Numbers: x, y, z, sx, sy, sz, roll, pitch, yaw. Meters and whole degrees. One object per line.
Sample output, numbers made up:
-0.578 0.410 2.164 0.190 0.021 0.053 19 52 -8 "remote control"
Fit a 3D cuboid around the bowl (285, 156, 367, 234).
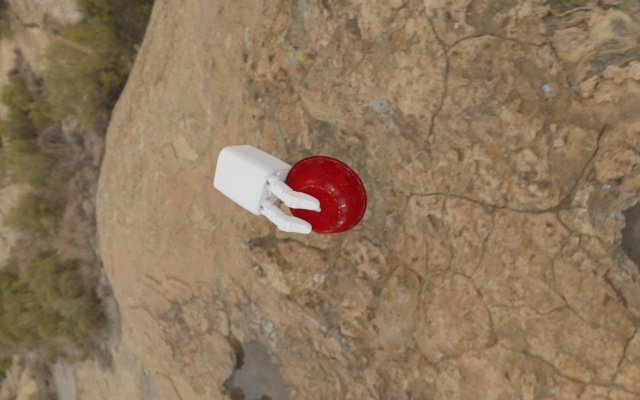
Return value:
0.001 0.003 0.864 0.162 0.162 0.055 0 28 22 "bowl"
